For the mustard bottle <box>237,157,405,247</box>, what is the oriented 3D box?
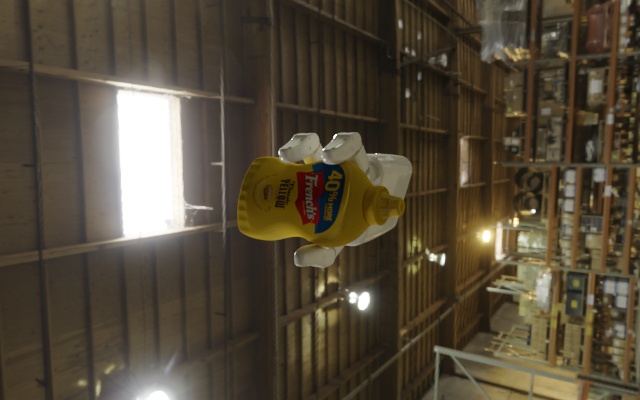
[{"bbox_3d":[0.000,0.002,0.523,0.191,0.096,0.058,4,-16,32],"label":"mustard bottle"}]
